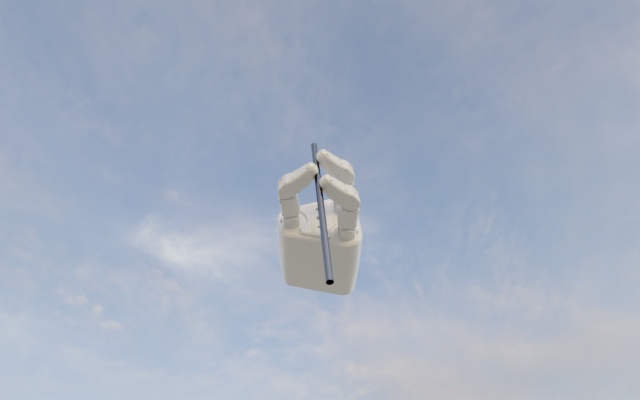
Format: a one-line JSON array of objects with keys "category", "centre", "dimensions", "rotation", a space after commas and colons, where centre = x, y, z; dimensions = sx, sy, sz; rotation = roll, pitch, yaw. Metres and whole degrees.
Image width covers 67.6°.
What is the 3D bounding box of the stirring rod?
[{"category": "stirring rod", "centre": [0.000, 0.002, 0.544], "dimensions": [0.011, 0.011, 0.239], "rotation": [0, 39, -5]}]
